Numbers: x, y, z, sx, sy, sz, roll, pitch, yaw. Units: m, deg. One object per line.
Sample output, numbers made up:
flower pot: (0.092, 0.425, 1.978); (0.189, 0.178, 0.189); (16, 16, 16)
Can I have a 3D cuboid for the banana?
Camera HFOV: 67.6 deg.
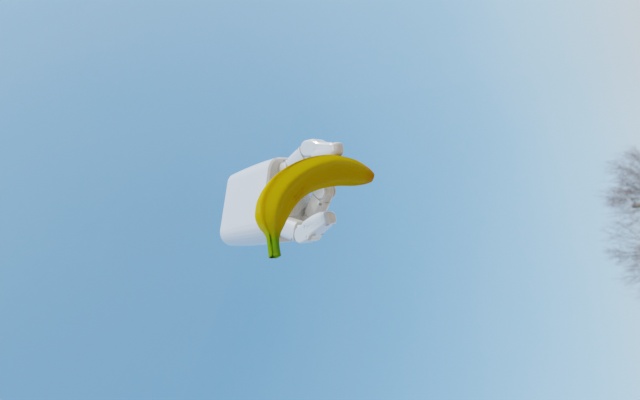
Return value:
banana: (-0.010, -0.013, 0.524); (0.037, 0.069, 0.197); (-12, 18, 45)
